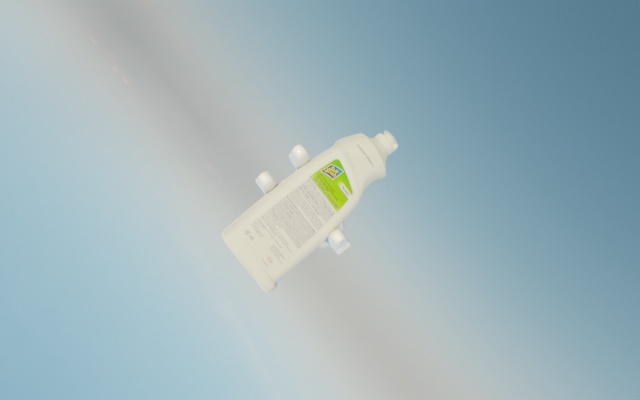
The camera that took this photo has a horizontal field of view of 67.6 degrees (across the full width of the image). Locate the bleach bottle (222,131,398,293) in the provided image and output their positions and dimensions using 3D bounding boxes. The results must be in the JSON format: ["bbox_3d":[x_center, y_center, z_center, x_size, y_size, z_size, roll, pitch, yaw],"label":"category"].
[{"bbox_3d":[0.000,0.002,0.620,0.251,0.102,0.068,-38,10,-6],"label":"bleach bottle"}]
